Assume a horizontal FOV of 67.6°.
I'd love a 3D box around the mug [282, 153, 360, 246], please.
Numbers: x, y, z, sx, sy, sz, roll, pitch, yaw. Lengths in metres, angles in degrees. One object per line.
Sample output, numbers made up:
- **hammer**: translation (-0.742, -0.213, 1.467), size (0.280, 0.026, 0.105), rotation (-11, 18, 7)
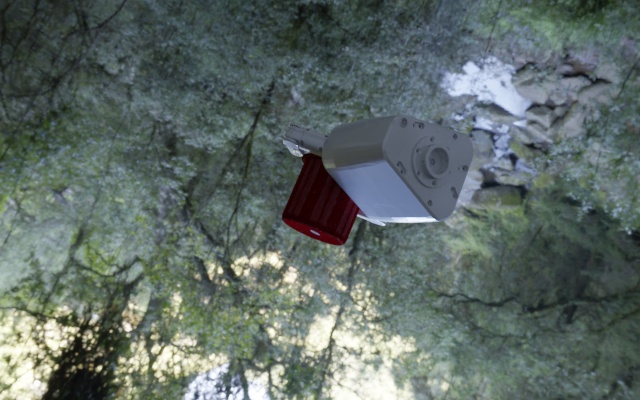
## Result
- **mug**: translation (-0.001, 0.002, 0.574), size (0.093, 0.081, 0.117), rotation (28, -14, -24)
